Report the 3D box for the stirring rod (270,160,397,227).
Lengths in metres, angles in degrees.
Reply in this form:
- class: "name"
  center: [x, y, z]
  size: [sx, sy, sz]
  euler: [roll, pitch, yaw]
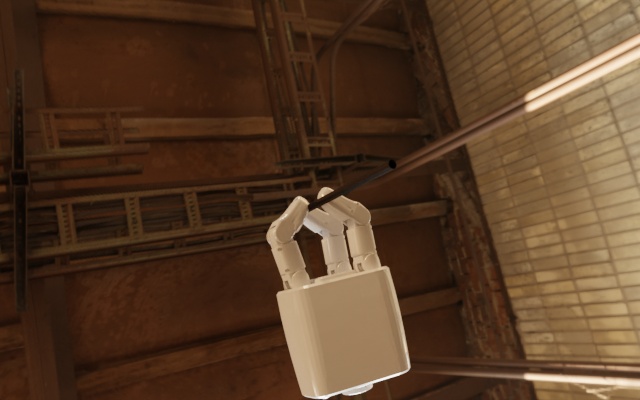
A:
- class: "stirring rod"
  center: [0.000, 0.002, 0.485]
  size: [0.011, 0.011, 0.239]
  euler: [0, -15, -30]
